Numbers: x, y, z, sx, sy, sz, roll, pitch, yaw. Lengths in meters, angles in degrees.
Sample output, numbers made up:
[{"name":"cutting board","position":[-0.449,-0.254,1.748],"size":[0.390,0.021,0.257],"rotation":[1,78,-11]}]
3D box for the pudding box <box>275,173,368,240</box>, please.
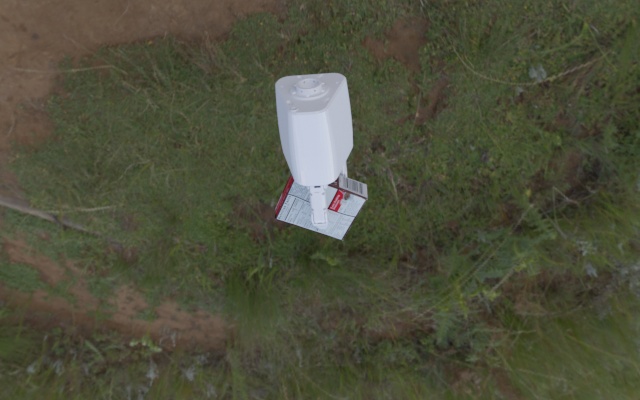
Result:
[{"name":"pudding box","position":[0.000,0.002,0.694],"size":[0.113,0.090,0.039],"rotation":[20,36,-13]}]
